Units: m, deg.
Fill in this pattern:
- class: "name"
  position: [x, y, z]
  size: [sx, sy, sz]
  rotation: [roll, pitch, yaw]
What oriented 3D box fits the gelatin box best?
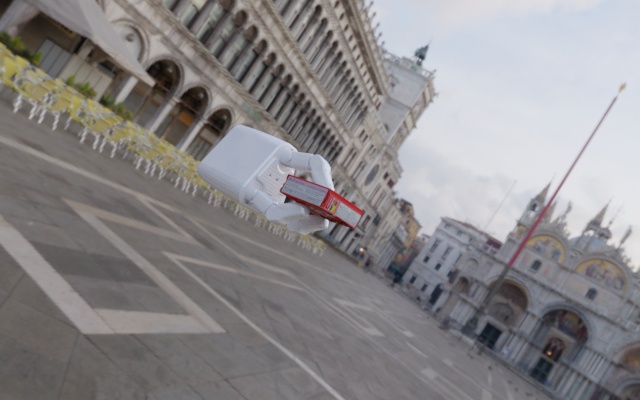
- class: "gelatin box"
  position: [0.001, 0.002, 0.623]
  size: [0.089, 0.030, 0.073]
  rotation: [20, -10, 46]
